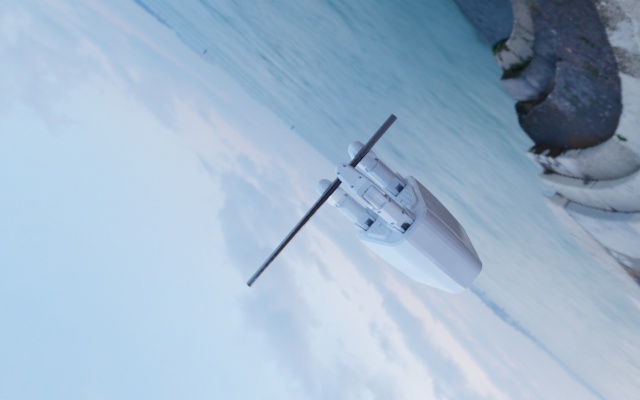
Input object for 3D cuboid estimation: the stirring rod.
[{"bbox_3d":[0.000,0.002,0.513,0.011,0.239,0.011,40,4,-3],"label":"stirring rod"}]
